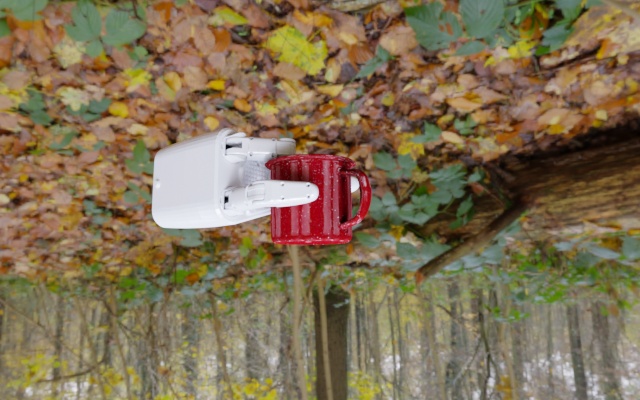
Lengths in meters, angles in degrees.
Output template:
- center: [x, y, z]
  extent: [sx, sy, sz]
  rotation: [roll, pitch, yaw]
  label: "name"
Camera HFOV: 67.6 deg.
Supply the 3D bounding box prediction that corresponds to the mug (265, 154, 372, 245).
- center: [0.001, 0.002, 0.475]
  extent: [0.117, 0.081, 0.093]
  rotation: [-7, -10, 36]
  label: "mug"
